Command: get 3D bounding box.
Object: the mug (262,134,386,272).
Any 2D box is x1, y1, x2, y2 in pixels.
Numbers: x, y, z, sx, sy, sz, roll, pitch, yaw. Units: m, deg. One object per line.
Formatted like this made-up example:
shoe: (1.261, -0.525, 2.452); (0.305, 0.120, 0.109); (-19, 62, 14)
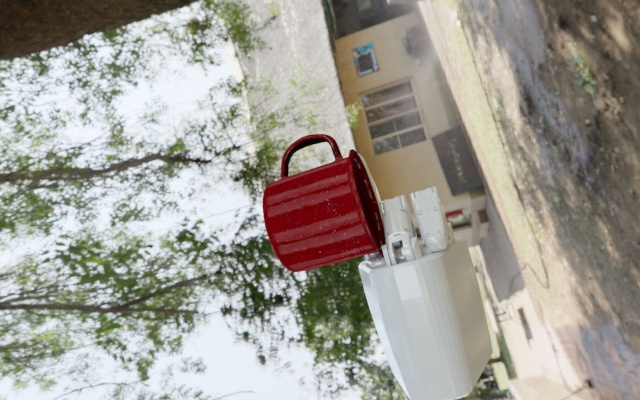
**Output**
mug: (-0.001, 0.000, 0.405); (0.081, 0.117, 0.093); (-17, -5, 14)
